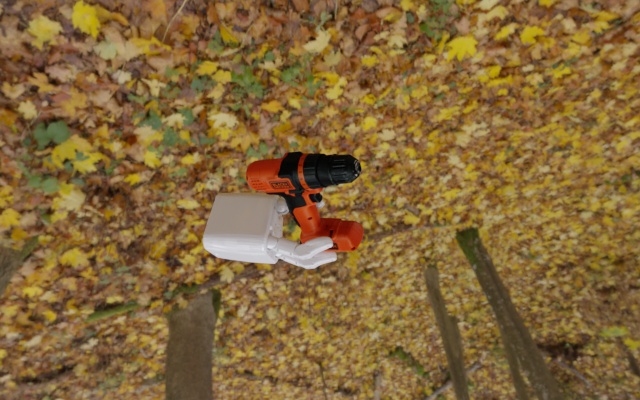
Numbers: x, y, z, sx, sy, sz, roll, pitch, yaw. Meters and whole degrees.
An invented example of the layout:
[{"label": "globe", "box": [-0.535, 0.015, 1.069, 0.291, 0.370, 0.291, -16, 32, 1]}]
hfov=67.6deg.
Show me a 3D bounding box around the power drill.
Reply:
[{"label": "power drill", "box": [0.000, 0.003, 0.729, 0.184, 0.057, 0.188, 0, -42, 31]}]
